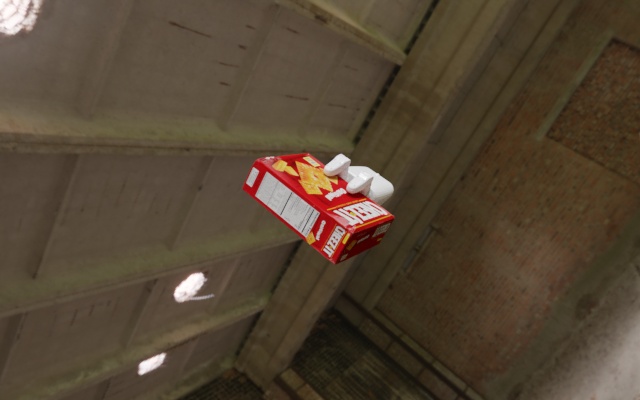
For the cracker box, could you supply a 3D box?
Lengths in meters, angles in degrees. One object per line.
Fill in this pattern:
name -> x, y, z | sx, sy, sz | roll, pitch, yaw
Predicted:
cracker box -> 0.000, 0.003, 0.821 | 0.213, 0.072, 0.164 | 37, 25, 22
